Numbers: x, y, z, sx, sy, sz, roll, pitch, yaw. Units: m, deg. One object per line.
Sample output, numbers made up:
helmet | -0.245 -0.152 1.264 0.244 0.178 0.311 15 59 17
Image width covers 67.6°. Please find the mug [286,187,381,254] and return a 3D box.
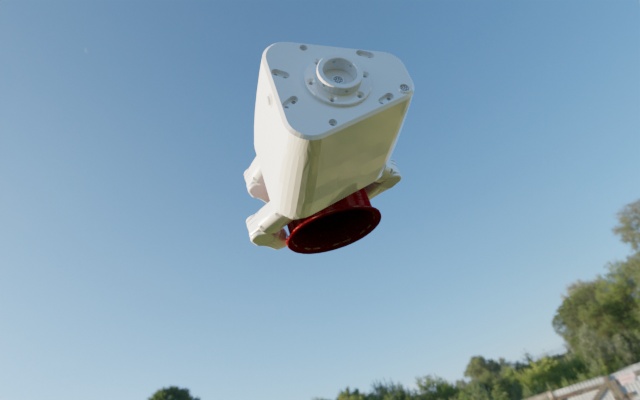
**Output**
mug | 0.000 0.002 0.476 0.093 0.081 0.117 -10 -27 -16
